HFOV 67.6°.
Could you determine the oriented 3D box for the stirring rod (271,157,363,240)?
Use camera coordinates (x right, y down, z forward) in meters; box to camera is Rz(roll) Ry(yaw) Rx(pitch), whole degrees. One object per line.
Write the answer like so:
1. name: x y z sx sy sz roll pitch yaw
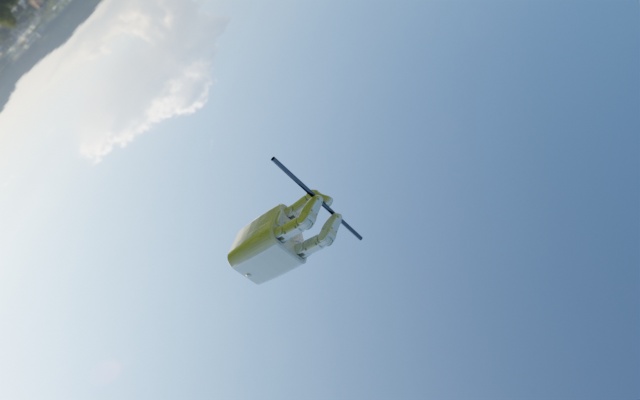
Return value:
1. stirring rod: 0.000 0.003 0.798 0.011 0.011 0.240 0 -34 47
